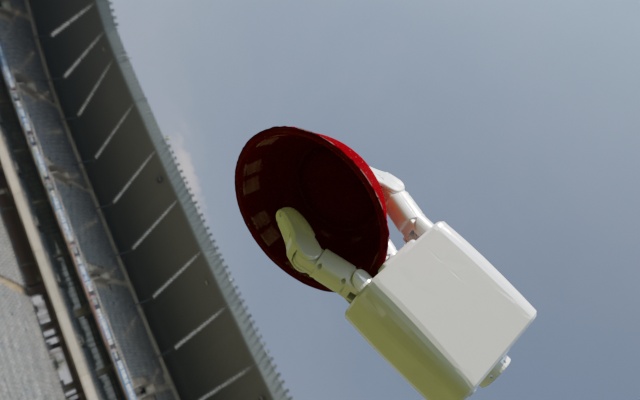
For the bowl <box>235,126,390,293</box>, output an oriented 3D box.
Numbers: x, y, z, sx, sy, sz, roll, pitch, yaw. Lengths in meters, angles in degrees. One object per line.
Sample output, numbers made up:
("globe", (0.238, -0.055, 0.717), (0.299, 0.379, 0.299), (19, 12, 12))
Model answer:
("bowl", (-0.001, 0.000, 0.432), (0.162, 0.162, 0.055), (0, 27, 38))
